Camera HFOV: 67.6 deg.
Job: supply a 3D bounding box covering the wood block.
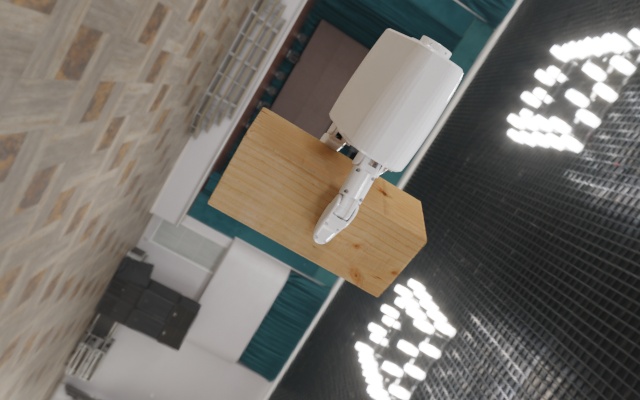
[{"bbox_3d":[0.000,0.002,0.511,0.206,0.090,0.090,30,28,-10],"label":"wood block"}]
